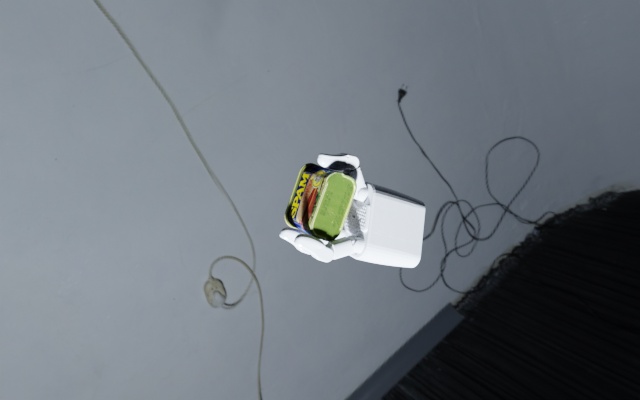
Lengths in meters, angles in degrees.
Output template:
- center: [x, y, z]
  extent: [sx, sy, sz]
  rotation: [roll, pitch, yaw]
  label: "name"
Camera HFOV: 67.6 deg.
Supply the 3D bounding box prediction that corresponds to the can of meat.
- center: [0.000, 0.002, 0.688]
  extent: [0.057, 0.102, 0.084]
  rotation: [19, 1, -29]
  label: "can of meat"
